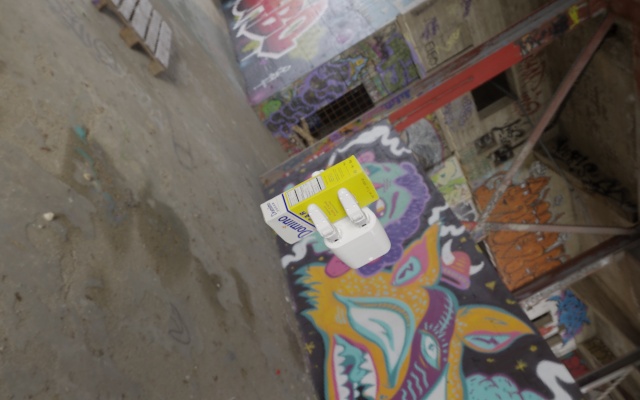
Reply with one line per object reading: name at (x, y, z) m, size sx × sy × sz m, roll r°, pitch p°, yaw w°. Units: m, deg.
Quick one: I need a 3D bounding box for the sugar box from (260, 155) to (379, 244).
sugar box at (0.000, 0.003, 0.790) m, size 0.176 × 0.048 × 0.093 m, roll -30°, pitch -38°, yaw 8°
